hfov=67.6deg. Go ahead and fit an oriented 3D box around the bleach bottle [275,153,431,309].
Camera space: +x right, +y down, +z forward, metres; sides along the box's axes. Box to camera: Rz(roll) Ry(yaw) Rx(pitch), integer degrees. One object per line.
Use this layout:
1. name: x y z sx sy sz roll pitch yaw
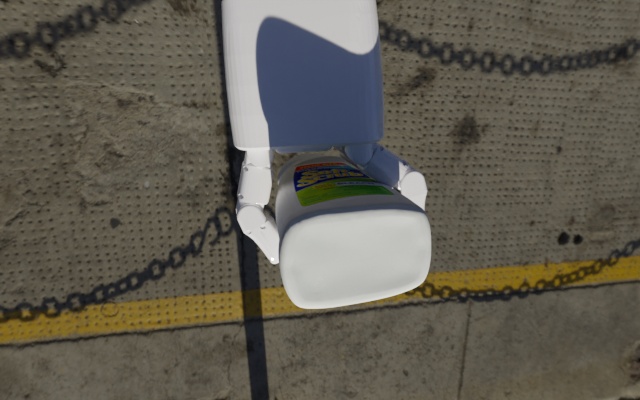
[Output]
1. bleach bottle: 0.000 0.001 0.412 0.102 0.068 0.250 -6 17 -11
